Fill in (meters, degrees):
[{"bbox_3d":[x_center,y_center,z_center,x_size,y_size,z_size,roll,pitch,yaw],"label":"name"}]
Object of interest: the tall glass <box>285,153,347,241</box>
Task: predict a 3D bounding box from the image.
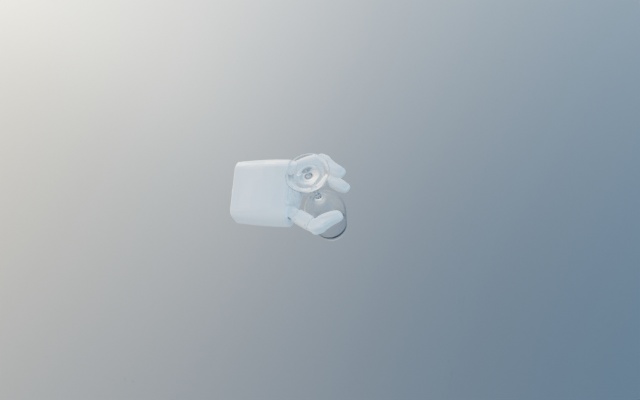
[{"bbox_3d":[0.000,0.003,0.850,0.079,0.079,0.201,0,-29,15],"label":"tall glass"}]
